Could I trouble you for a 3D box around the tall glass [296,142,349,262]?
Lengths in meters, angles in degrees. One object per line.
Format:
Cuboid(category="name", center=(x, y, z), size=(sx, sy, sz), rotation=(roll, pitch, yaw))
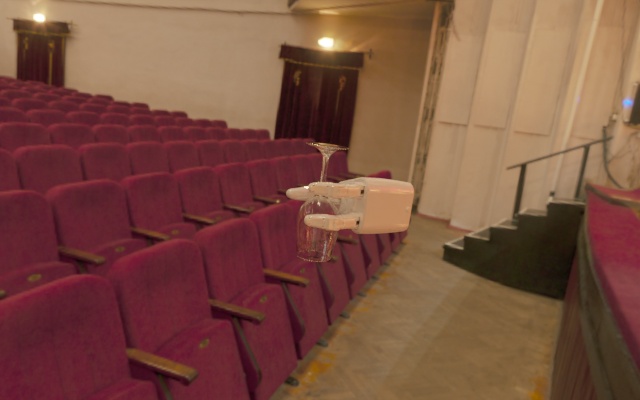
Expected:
Cuboid(category="tall glass", center=(0.000, 0.002, 0.835), size=(0.079, 0.201, 0.079), rotation=(7, 10, -1))
